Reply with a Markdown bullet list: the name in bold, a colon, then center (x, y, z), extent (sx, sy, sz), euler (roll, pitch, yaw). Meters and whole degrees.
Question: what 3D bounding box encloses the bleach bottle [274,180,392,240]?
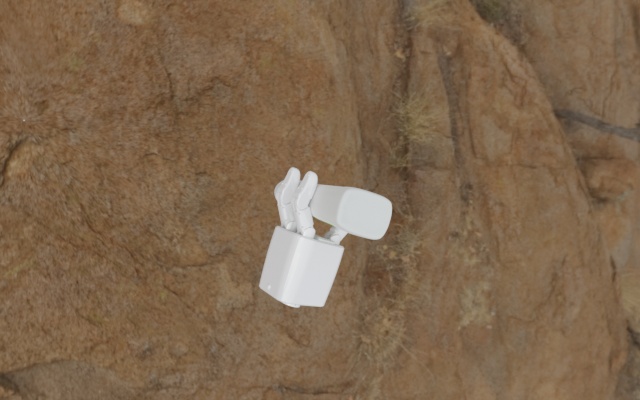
- **bleach bottle**: center (0.000, 0.003, 0.798), extent (0.102, 0.068, 0.251), euler (18, -2, -33)
